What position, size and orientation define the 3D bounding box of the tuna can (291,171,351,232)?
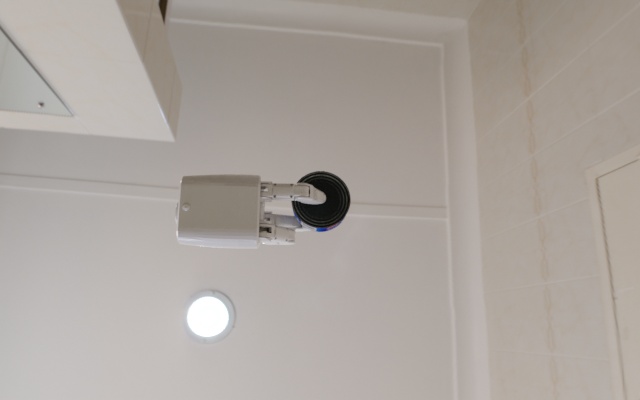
[{"bbox_3d":[0.000,0.002,0.702,0.086,0.086,0.034,0,-15,-2],"label":"tuna can"}]
